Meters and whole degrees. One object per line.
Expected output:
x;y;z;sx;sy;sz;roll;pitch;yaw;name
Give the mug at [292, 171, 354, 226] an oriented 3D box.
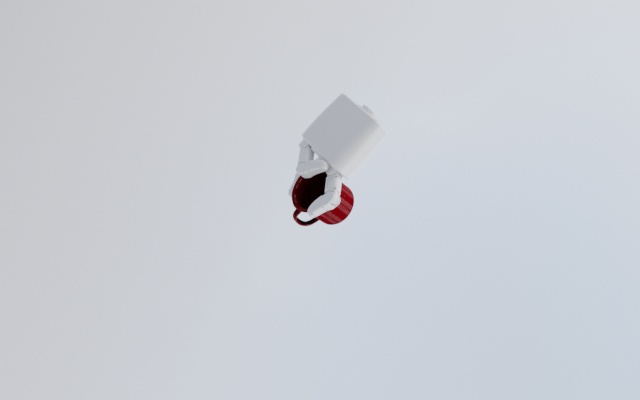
-0.001;0.004;0.875;0.081;0.117;0.093;34;12;-44;mug
